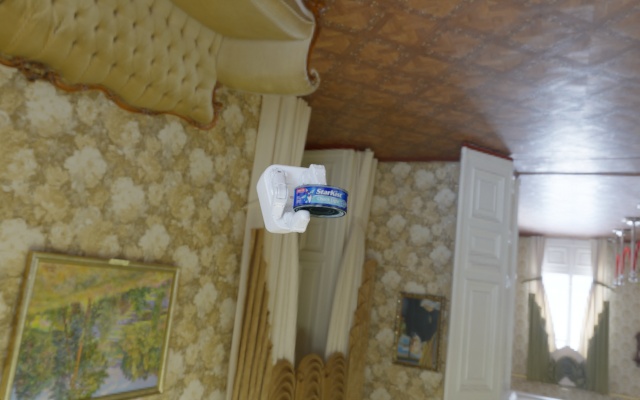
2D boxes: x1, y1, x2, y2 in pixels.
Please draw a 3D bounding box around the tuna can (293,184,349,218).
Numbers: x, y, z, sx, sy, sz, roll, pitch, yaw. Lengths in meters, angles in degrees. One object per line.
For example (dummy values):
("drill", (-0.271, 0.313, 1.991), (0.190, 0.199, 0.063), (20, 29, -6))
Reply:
("tuna can", (0.000, 0.003, 0.740), (0.086, 0.033, 0.086), (4, -14, 1))
